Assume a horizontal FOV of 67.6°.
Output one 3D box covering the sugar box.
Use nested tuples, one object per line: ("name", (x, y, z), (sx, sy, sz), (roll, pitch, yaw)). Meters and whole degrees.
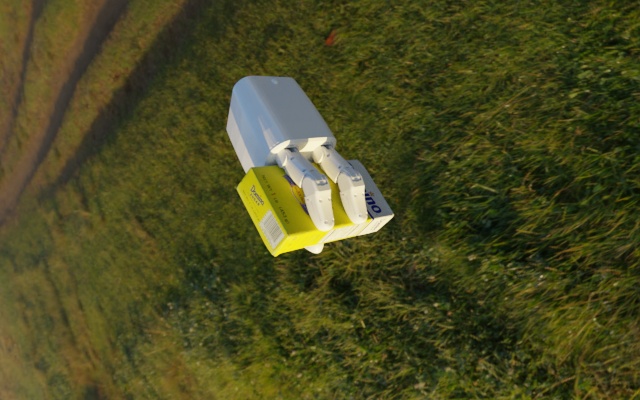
("sugar box", (0.000, 0.001, 0.560), (0.176, 0.093, 0.048), (-11, -27, -42))
